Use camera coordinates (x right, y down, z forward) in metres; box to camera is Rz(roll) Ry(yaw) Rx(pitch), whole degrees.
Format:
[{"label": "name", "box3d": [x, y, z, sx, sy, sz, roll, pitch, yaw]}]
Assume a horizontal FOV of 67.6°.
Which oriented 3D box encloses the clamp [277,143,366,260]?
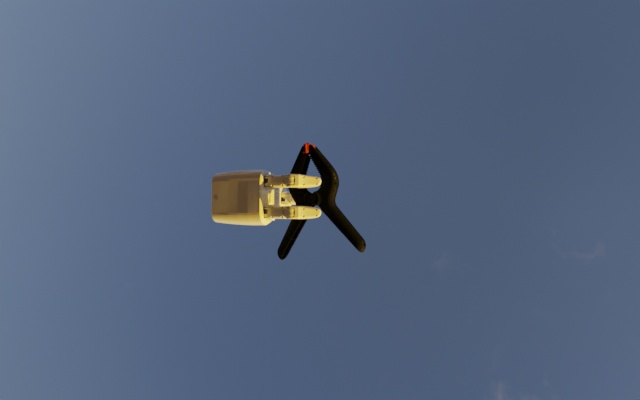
[{"label": "clamp", "box3d": [0.000, 0.002, 0.848, 0.164, 0.210, 0.036, 0, -2, 19]}]
